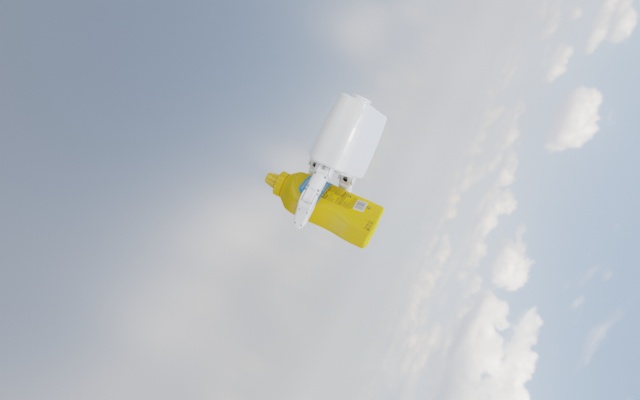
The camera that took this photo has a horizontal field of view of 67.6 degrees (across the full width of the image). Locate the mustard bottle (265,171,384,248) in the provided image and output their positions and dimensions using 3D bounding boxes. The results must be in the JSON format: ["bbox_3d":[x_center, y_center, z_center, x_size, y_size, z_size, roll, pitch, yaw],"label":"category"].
[{"bbox_3d":[0.000,0.003,0.752,0.191,0.058,0.096,26,32,9],"label":"mustard bottle"}]
